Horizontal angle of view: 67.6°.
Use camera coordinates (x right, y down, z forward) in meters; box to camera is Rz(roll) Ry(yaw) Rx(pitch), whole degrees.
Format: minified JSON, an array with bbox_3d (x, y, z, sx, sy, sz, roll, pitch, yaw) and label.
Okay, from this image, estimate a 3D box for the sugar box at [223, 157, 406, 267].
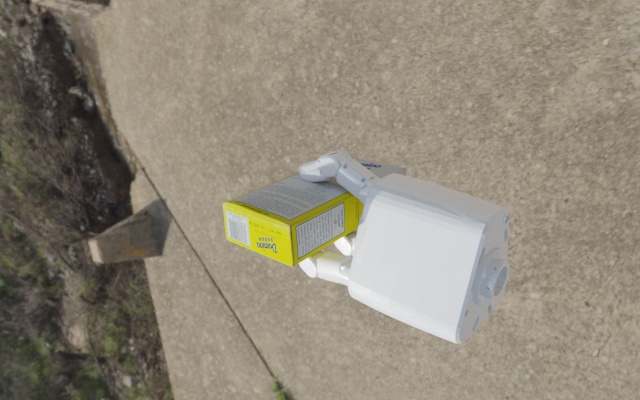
[{"bbox_3d":[0.000,0.002,0.479,0.093,0.048,0.176,17,27,39],"label":"sugar box"}]
